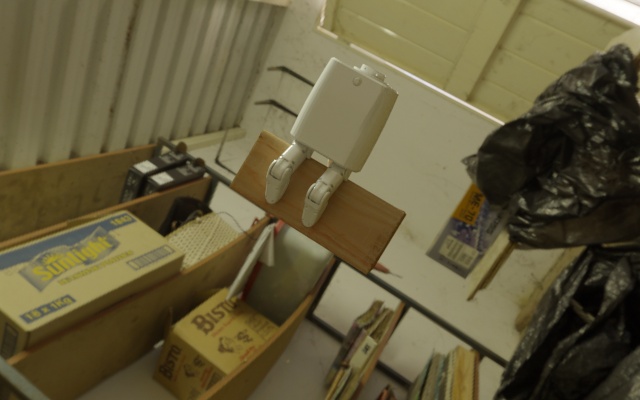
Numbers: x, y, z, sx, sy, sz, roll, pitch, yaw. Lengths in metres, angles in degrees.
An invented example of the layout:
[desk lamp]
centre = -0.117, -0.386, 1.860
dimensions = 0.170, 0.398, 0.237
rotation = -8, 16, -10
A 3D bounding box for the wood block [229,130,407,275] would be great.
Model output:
[wood block]
centre = 0.000, 0.002, 0.628
dimensions = 0.206, 0.090, 0.091
rotation = 32, 4, 12
